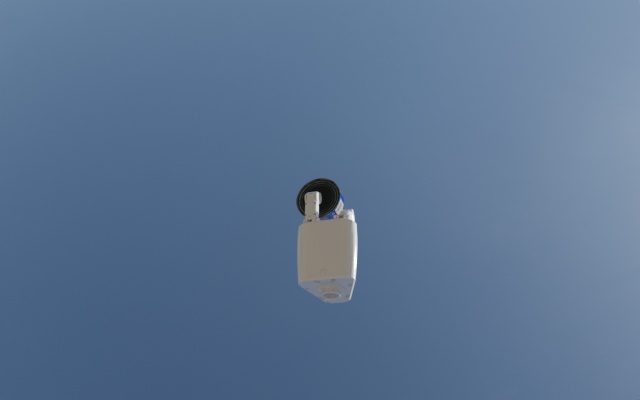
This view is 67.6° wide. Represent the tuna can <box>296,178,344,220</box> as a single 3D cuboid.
[{"bbox_3d":[0.000,0.003,0.898,0.086,0.086,0.034,0,-29,20],"label":"tuna can"}]
